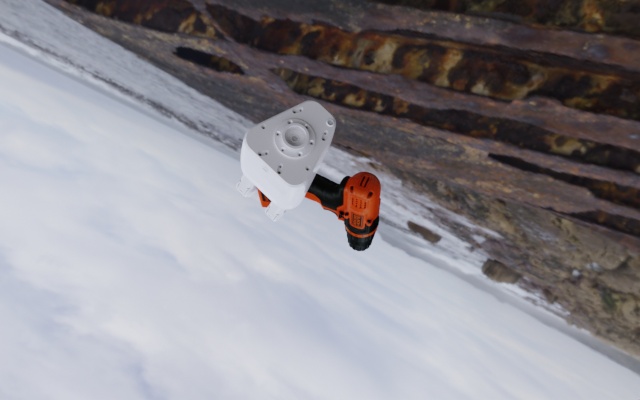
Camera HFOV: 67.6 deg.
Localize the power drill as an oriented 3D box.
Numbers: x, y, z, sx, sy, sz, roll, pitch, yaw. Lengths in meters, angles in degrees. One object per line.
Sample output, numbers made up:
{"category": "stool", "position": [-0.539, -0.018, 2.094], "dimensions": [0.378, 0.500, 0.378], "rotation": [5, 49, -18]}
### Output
{"category": "power drill", "position": [0.000, 0.002, 0.728], "dimensions": [0.187, 0.057, 0.185], "rotation": [17, -32, 12]}
